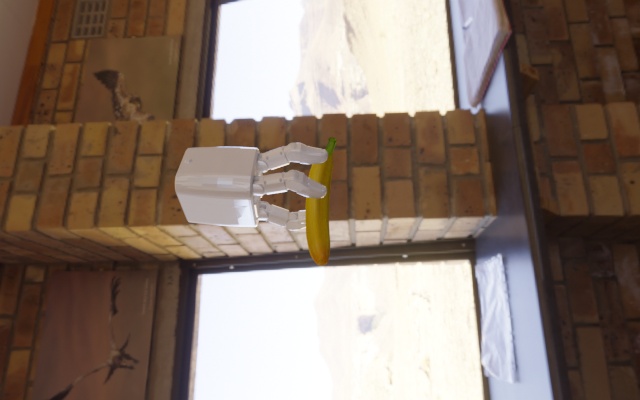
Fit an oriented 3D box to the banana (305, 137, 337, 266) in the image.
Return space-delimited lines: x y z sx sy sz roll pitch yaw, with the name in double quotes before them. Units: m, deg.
"banana" -0.002 0.007 0.697 0.037 0.197 0.070 6 -25 -6
